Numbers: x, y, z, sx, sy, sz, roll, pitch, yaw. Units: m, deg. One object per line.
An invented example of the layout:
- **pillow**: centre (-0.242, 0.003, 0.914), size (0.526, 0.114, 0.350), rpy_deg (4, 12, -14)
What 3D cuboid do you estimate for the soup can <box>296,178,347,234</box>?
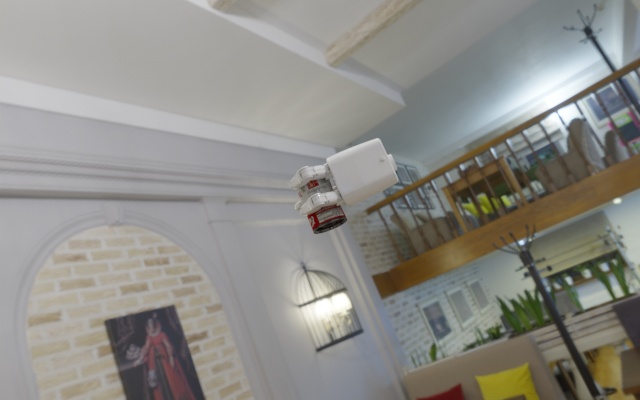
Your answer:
- **soup can**: centre (0.000, 0.003, 0.899), size (0.068, 0.102, 0.068), rpy_deg (-21, -15, -6)
